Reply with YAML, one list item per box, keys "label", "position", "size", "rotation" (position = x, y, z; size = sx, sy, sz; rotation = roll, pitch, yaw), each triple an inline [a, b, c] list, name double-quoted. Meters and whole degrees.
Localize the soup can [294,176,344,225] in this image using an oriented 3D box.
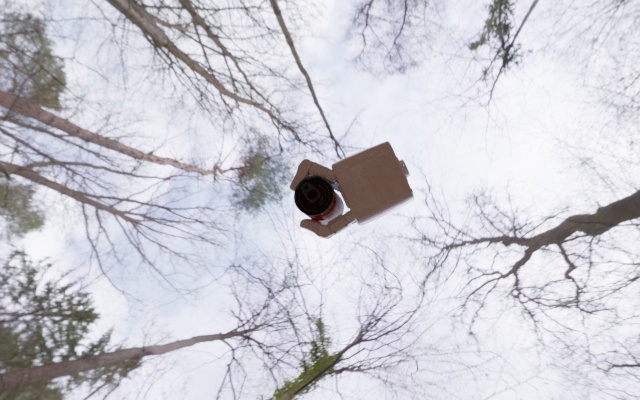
- label: "soup can"
  position: [0.000, 0.003, 0.831]
  size: [0.068, 0.068, 0.102]
  rotation: [0, -13, 14]
